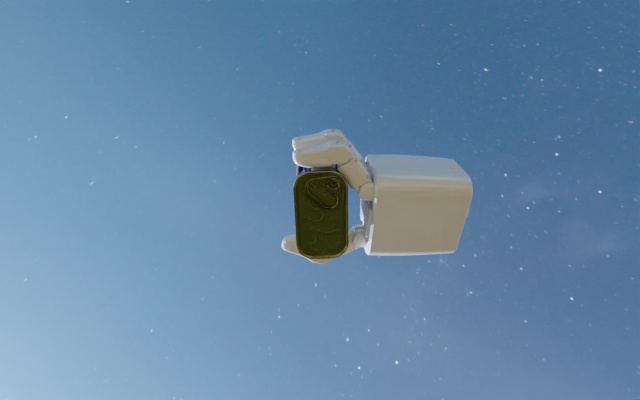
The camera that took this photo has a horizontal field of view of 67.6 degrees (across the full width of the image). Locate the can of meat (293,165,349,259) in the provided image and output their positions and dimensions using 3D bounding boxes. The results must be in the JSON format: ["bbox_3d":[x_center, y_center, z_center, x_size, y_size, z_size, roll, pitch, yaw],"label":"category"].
[{"bbox_3d":[0.000,0.002,0.544,0.057,0.102,0.084,-2,23,0],"label":"can of meat"}]
